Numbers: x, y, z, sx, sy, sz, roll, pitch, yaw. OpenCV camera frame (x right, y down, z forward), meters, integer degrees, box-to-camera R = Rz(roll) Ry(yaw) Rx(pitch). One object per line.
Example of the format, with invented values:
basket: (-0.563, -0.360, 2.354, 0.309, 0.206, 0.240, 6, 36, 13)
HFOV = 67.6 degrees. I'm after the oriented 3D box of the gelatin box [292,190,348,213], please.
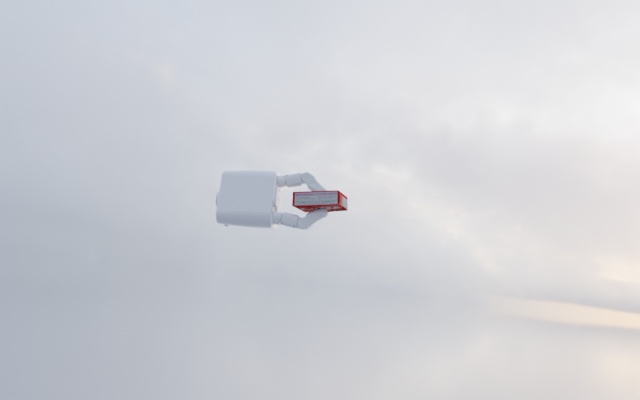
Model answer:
gelatin box: (0.000, 0.002, 0.885, 0.089, 0.030, 0.073, -3, -11, 15)
